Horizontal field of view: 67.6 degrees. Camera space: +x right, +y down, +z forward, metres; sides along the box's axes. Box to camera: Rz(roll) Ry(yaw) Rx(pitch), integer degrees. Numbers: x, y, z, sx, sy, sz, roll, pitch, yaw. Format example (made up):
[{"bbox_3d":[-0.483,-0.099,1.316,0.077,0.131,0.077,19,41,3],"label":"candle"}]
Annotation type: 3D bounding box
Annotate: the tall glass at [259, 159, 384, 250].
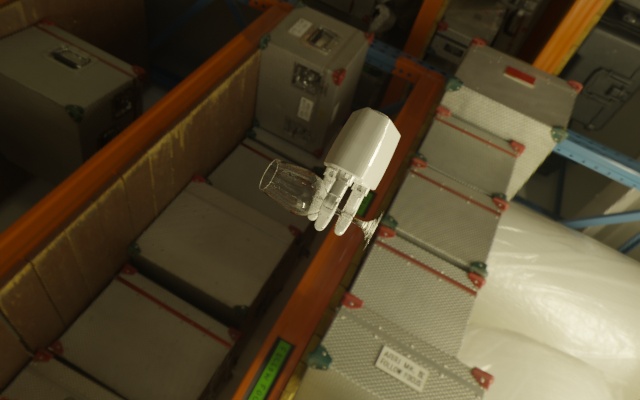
[{"bbox_3d":[0.001,0.003,0.794,0.201,0.079,0.079,28,3,6],"label":"tall glass"}]
